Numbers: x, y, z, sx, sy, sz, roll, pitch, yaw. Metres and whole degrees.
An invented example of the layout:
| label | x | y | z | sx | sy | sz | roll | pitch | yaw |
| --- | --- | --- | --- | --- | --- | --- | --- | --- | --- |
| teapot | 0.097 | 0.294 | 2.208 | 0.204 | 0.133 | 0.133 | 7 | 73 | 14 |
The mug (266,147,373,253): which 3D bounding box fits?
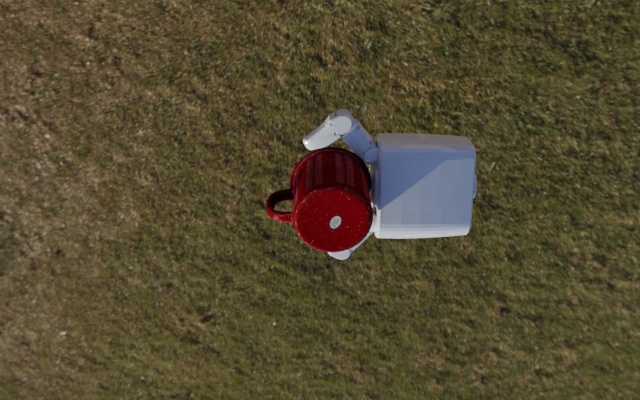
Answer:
| label | x | y | z | sx | sy | sz | roll | pitch | yaw |
| --- | --- | --- | --- | --- | --- | --- | --- | --- | --- |
| mug | -0.001 | 0.002 | 0.509 | 0.117 | 0.093 | 0.081 | -3 | 29 | 1 |
